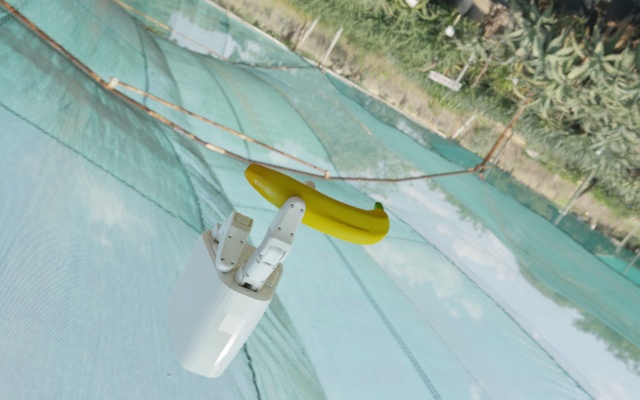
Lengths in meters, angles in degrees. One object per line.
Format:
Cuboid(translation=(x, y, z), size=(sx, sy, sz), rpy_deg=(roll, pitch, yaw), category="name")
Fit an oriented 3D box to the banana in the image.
Cuboid(translation=(0.012, 0.012, 0.484), size=(0.198, 0.037, 0.069), rpy_deg=(18, 19, -43), category="banana")
